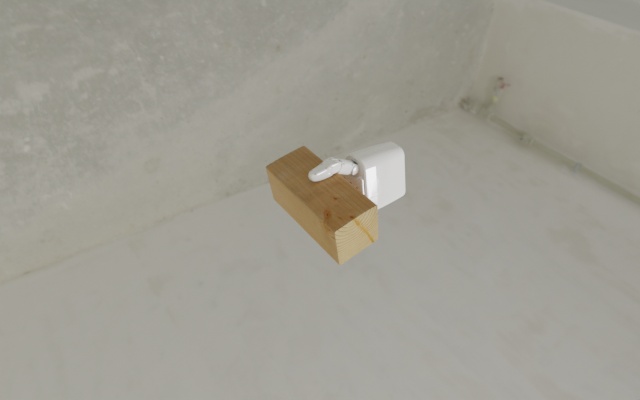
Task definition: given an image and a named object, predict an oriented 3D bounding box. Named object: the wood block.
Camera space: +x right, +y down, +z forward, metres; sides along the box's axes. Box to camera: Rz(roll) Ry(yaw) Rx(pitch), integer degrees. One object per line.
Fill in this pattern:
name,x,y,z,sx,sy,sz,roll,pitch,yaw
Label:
wood block,0.001,0.002,0.843,0.090,0.091,0.206,-31,50,-21
